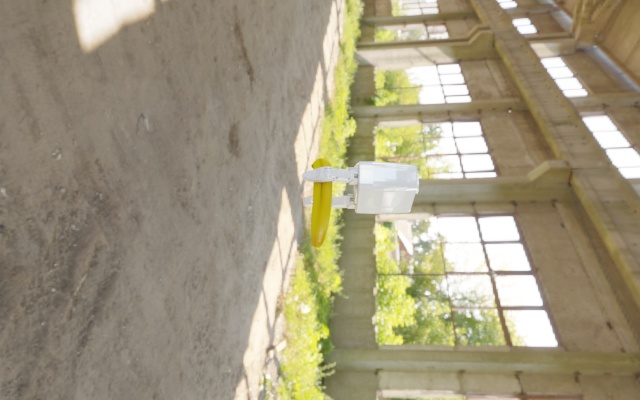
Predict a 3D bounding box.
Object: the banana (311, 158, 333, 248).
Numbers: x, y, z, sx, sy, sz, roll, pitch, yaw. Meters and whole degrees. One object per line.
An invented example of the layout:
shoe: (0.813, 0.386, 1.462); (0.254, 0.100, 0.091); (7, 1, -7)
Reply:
banana: (0.002, -0.011, 0.887); (0.037, 0.197, 0.070); (4, -36, -5)
